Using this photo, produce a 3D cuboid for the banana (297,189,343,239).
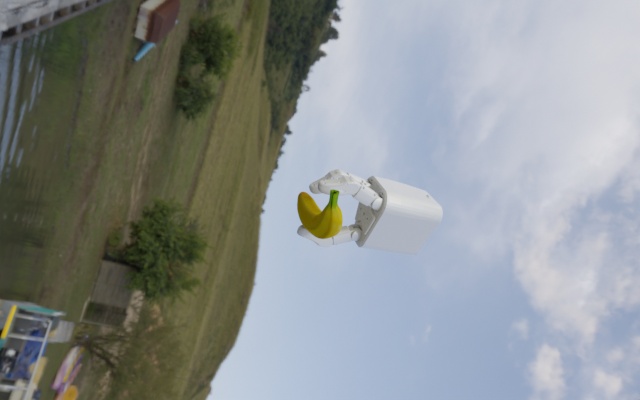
[{"bbox_3d":[-0.002,0.021,0.708,0.037,0.069,0.198,9,-2,-17],"label":"banana"}]
